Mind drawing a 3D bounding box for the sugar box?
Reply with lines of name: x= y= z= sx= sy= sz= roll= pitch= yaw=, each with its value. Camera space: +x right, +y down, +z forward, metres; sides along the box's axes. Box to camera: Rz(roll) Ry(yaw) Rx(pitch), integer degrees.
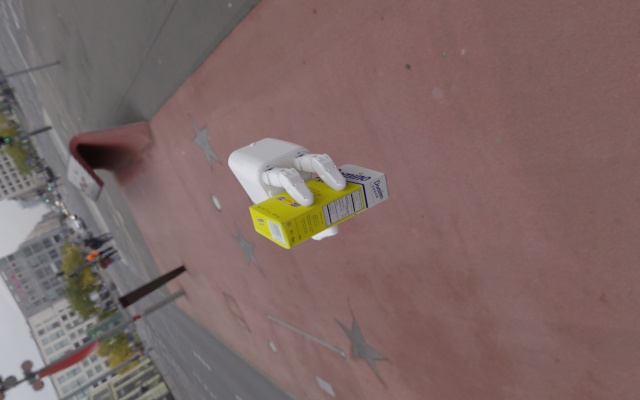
sugar box: x=0.000 y=0.002 z=0.671 sx=0.176 sy=0.048 sz=0.093 roll=-28 pitch=28 yaw=-26
